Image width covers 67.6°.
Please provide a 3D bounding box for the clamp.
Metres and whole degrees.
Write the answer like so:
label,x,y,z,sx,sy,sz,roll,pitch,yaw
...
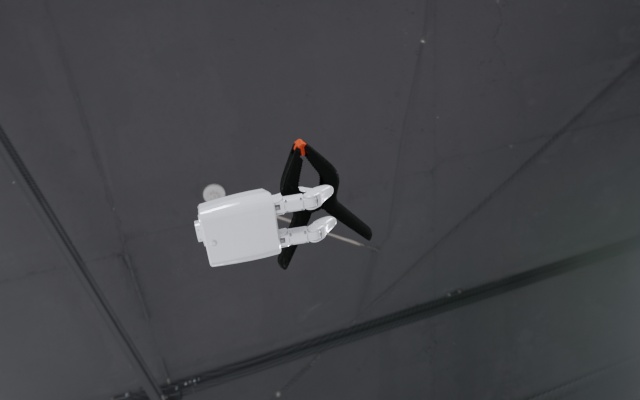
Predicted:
label,x,y,z,sx,sy,sz,roll,pitch,yaw
clamp,0.000,0.002,0.760,0.164,0.210,0.036,-12,26,-13
